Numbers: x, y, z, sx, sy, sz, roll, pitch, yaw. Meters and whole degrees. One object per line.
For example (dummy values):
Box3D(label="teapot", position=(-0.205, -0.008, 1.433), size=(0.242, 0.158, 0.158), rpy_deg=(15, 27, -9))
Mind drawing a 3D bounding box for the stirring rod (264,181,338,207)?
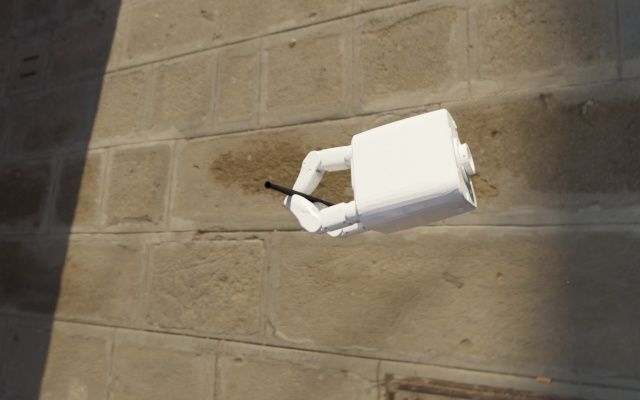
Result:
Box3D(label="stirring rod", position=(0.000, 0.002, 0.599), size=(0.011, 0.011, 0.239), rpy_deg=(0, -9, 27))
